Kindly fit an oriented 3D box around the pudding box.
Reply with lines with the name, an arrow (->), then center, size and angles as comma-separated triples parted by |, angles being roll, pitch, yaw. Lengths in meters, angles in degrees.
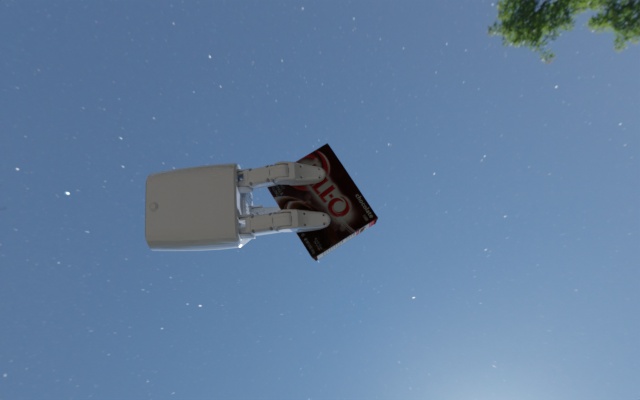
pudding box -> 0.000, 0.002, 0.568 | 0.090, 0.113, 0.039 | -32, -12, -6
